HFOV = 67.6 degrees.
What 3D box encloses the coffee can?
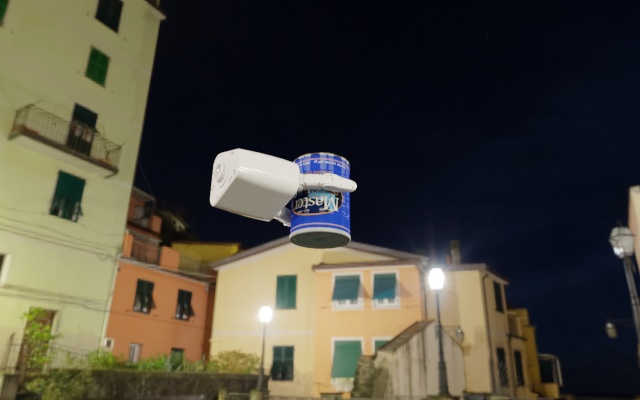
[{"bbox_3d":[0.000,0.003,0.825,0.103,0.140,0.103,1,-22,0],"label":"coffee can"}]
